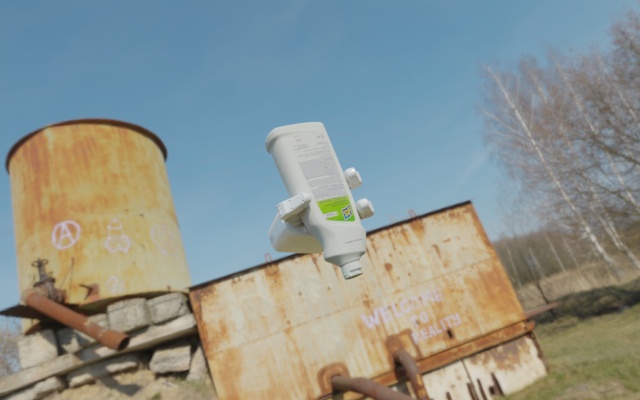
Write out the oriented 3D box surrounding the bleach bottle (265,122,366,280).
[{"bbox_3d":[0.000,0.002,0.740,0.102,0.250,0.068,-13,-19,-24],"label":"bleach bottle"}]
